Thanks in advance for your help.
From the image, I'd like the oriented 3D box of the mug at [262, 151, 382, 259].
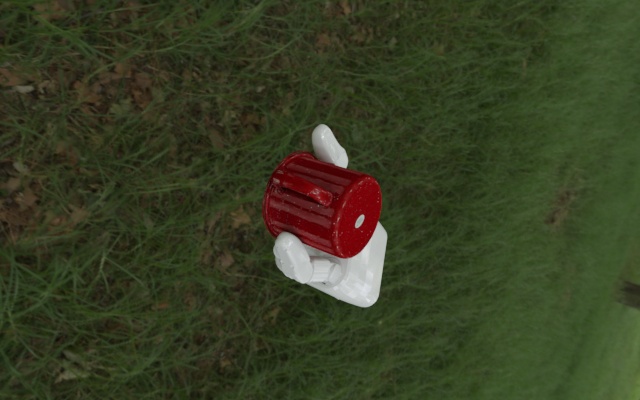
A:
[{"bbox_3d":[0.000,0.001,0.447,0.081,0.093,0.117,19,-12,33],"label":"mug"}]
